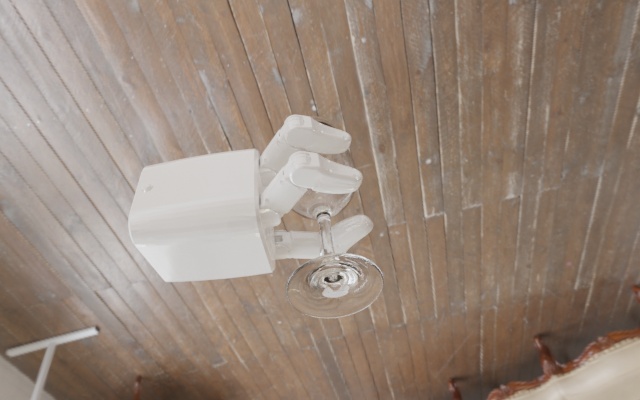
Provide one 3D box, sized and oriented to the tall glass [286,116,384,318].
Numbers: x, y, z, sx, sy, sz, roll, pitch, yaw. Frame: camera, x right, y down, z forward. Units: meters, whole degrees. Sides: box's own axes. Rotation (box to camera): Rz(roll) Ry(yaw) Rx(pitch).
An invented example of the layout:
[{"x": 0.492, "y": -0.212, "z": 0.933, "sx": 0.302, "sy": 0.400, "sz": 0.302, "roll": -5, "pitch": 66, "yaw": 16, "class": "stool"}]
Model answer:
[{"x": 0.000, "y": 0.002, "z": 0.432, "sx": 0.079, "sy": 0.079, "sz": 0.200, "roll": 0, "pitch": 41, "yaw": -8, "class": "tall glass"}]
